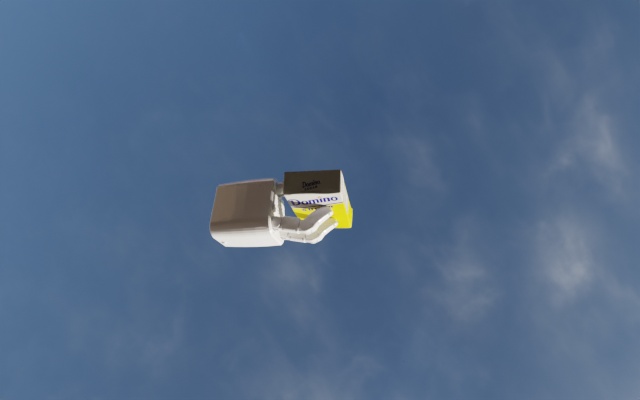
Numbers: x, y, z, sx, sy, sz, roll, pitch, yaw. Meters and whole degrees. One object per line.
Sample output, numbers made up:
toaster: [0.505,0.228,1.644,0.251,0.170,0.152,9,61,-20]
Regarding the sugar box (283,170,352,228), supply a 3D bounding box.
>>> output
sugar box: [0.000,0.003,0.814,0.093,0.048,0.176,-2,-19,10]
